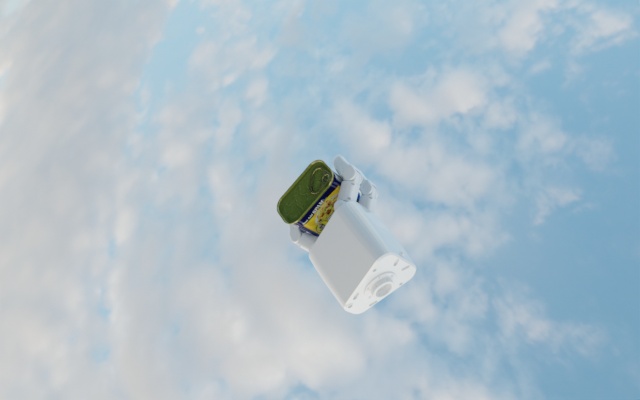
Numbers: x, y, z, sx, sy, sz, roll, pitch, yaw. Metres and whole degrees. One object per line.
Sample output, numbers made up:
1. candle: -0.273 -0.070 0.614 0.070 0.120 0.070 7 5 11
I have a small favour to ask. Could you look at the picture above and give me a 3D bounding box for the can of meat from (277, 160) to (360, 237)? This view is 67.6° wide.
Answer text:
1. can of meat: 0.000 0.002 0.713 0.084 0.102 0.057 32 13 -46
